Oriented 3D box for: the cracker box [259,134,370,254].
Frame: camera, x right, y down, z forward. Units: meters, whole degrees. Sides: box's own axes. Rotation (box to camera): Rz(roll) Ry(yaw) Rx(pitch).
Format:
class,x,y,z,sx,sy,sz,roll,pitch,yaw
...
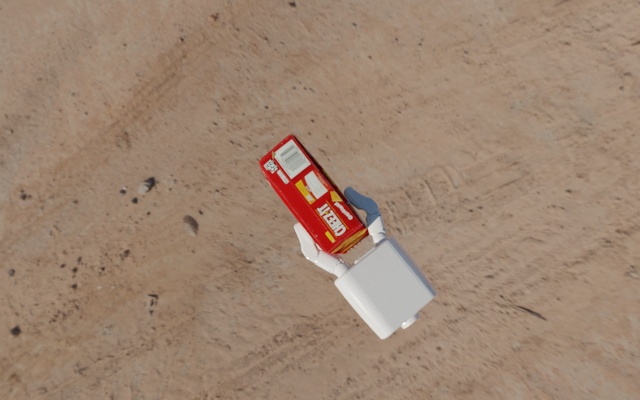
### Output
class,x,y,z,sx,sy,sz,roll,pitch,yaw
cracker box,0.000,0.002,0.743,0.072,0.164,0.214,-39,-11,3
